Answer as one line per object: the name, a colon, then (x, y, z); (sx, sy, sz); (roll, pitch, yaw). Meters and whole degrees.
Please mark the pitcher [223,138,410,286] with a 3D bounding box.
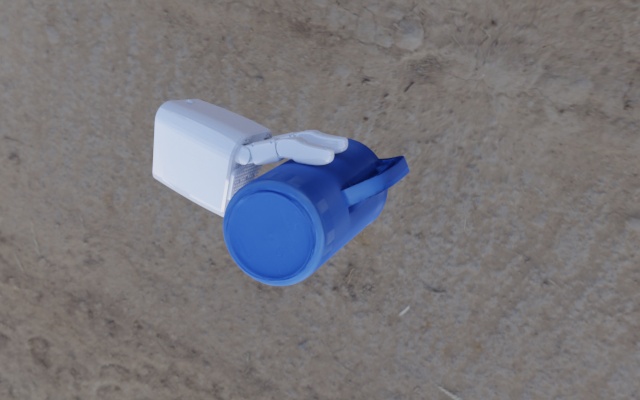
pitcher: (0.000, 0.002, 0.555); (0.145, 0.149, 0.242); (27, 21, 11)
